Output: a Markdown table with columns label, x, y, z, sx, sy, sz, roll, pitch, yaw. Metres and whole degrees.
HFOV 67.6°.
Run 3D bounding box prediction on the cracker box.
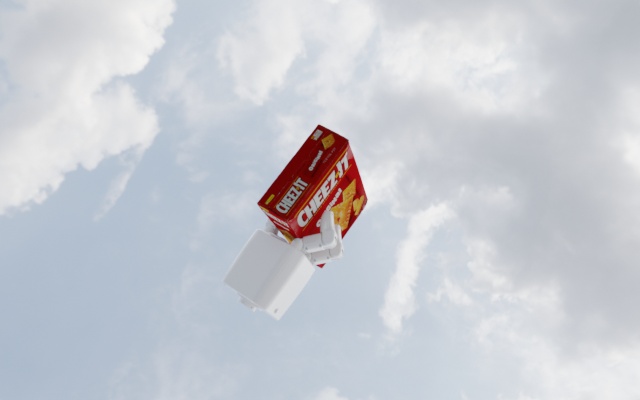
| label | x | y | z | sx | sy | sz | roll | pitch | yaw |
| --- | --- | --- | --- | --- | --- | --- | --- | --- | --- |
| cracker box | 0.000 | 0.003 | 0.811 | 0.072 | 0.164 | 0.214 | 29 | -16 | 25 |
